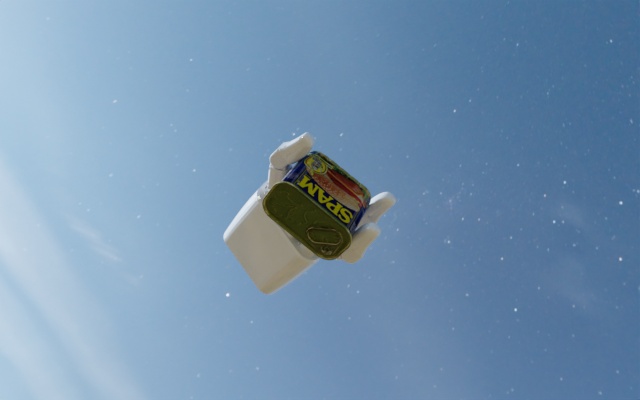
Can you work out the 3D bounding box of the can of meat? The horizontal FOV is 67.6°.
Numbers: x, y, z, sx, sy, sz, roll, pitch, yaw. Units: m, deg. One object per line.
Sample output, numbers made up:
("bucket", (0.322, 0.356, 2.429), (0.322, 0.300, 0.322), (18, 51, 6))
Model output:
("can of meat", (0.000, 0.001, 0.532), (0.057, 0.102, 0.084), (-48, 4, 40))
